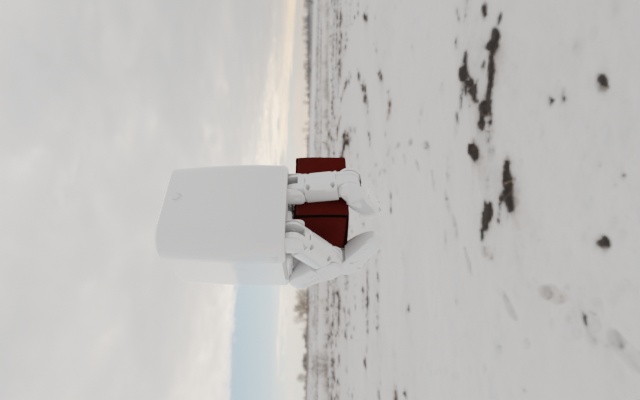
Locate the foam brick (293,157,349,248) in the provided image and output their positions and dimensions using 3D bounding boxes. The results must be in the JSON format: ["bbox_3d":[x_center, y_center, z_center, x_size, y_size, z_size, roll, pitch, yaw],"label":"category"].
[{"bbox_3d":[0.000,0.001,0.470,0.051,0.078,0.053,0,-42,0],"label":"foam brick"}]
